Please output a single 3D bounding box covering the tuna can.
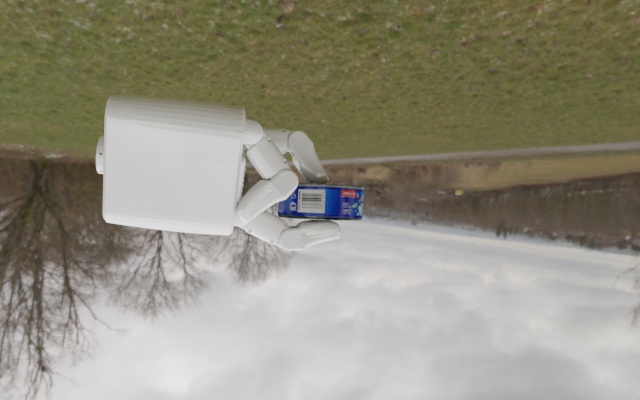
[{"bbox_3d":[0.000,0.002,0.473,0.086,0.034,0.086,2,-1,0],"label":"tuna can"}]
